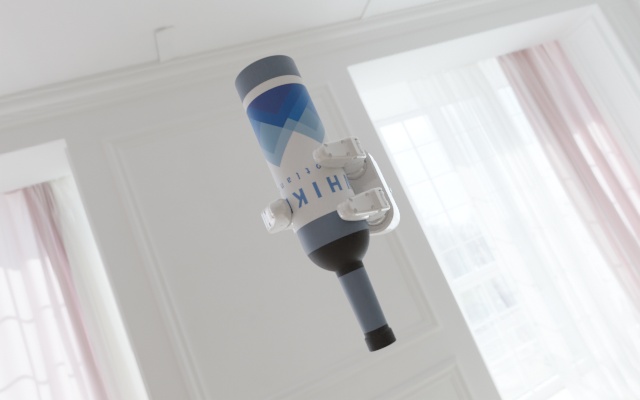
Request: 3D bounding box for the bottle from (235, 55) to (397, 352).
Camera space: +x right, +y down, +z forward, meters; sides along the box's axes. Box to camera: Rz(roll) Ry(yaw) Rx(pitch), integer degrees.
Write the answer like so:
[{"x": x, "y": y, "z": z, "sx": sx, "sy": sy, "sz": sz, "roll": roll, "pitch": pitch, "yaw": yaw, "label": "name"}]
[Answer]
[{"x": 0.000, "y": 0.001, "z": 0.466, "sx": 0.069, "sy": 0.295, "sz": 0.069, "roll": -23, "pitch": -11, "yaw": -5, "label": "bottle"}]
